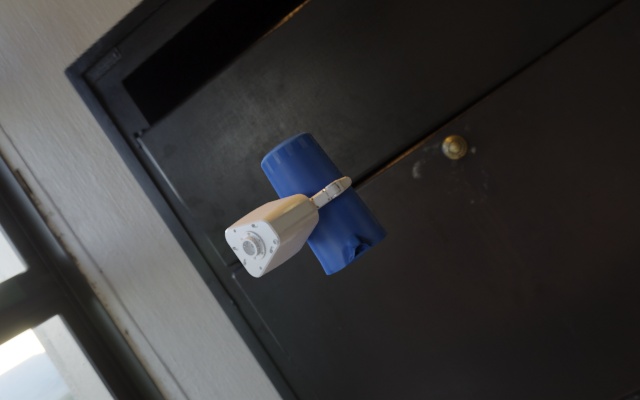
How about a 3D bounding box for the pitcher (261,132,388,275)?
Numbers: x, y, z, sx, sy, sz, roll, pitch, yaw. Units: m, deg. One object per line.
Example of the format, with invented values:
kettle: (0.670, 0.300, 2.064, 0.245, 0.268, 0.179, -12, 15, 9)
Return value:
pitcher: (0.000, 0.003, 0.873, 0.149, 0.243, 0.145, -35, -1, 40)
